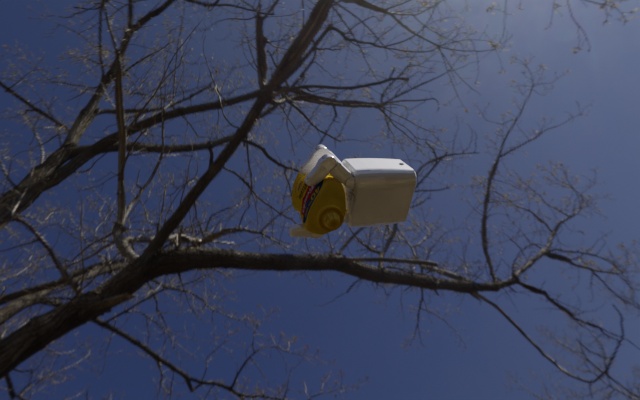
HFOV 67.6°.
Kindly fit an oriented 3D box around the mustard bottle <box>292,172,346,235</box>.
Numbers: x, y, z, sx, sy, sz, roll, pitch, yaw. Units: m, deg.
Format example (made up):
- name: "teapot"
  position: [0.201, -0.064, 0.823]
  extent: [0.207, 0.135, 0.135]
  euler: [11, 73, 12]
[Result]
- name: "mustard bottle"
  position: [0.000, 0.002, 0.787]
  extent: [0.058, 0.096, 0.191]
  euler: [21, 14, -20]
